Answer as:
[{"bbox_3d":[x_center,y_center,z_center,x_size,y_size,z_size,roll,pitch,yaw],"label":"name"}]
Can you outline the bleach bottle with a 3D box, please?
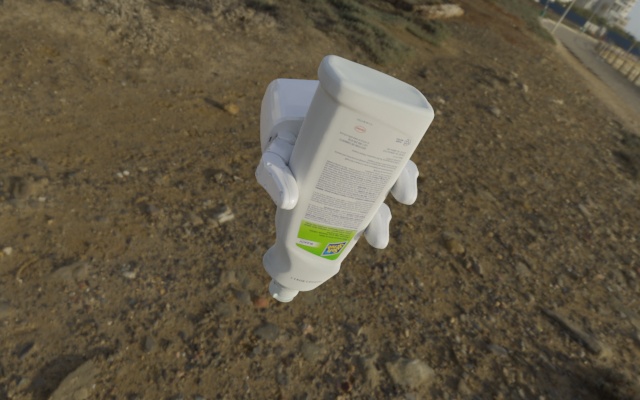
[{"bbox_3d":[0.000,0.001,0.447,0.102,0.251,0.068,15,33,-20],"label":"bleach bottle"}]
